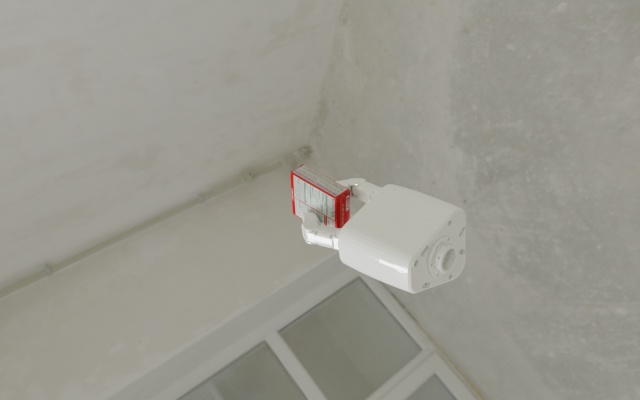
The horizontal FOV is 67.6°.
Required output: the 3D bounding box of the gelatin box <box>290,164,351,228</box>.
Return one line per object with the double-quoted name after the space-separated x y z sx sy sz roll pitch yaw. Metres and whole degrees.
0.000 0.002 0.642 0.089 0.073 0.030 30 48 34 "gelatin box"
